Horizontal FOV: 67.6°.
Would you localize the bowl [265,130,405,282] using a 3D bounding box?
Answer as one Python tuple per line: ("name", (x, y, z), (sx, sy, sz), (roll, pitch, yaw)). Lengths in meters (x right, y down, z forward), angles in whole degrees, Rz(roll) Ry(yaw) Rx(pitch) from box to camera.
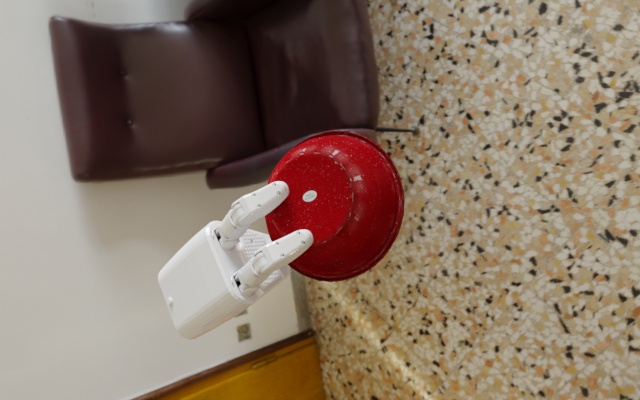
("bowl", (0.001, 0.001, 0.484), (0.162, 0.162, 0.055), (0, -7, 25))
